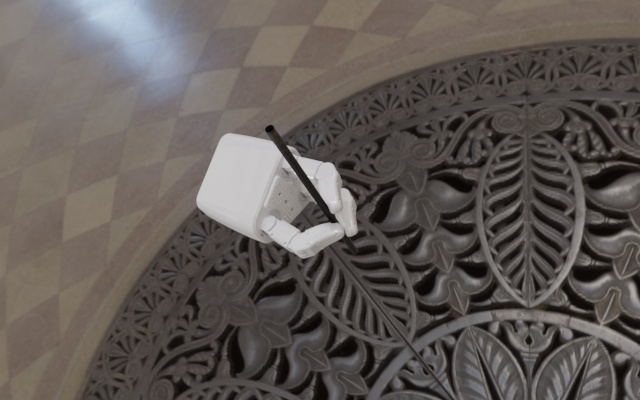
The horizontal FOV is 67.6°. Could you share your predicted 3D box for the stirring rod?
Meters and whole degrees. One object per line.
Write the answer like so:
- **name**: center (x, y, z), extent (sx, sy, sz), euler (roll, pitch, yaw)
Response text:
- **stirring rod**: center (0.000, 0.002, 0.490), extent (0.011, 0.011, 0.240), euler (0, -31, 24)
